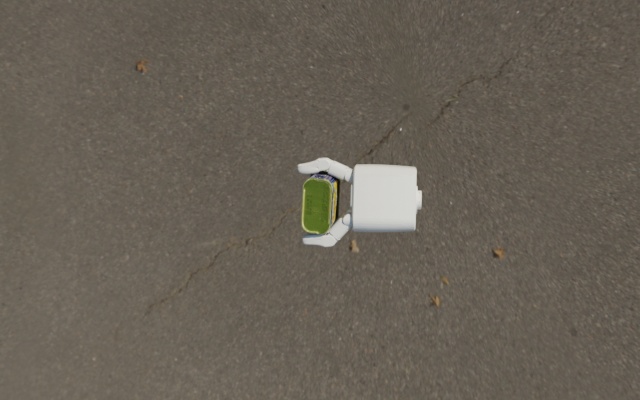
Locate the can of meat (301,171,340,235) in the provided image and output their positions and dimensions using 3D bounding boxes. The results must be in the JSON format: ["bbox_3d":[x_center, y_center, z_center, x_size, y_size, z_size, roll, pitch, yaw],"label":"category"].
[{"bbox_3d":[0.000,0.003,0.838,0.057,0.102,0.084,5,12,8],"label":"can of meat"}]
